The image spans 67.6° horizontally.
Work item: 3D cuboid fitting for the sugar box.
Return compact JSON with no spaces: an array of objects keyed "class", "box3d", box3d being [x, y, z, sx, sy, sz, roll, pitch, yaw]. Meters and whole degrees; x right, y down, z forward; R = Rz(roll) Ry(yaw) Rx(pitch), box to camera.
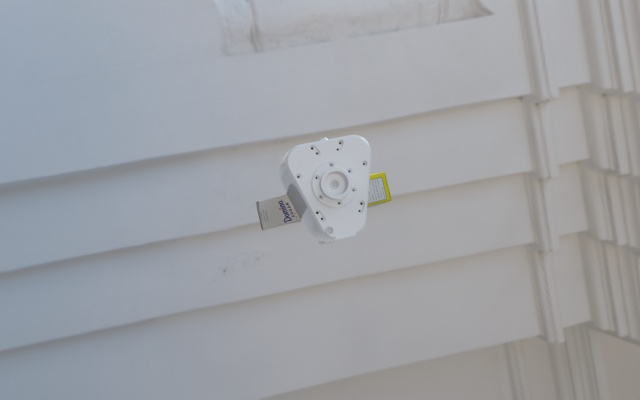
[{"class":"sugar box","box3d":[0.000,0.002,0.665,0.176,0.048,0.093,-11,-2,-8]}]
